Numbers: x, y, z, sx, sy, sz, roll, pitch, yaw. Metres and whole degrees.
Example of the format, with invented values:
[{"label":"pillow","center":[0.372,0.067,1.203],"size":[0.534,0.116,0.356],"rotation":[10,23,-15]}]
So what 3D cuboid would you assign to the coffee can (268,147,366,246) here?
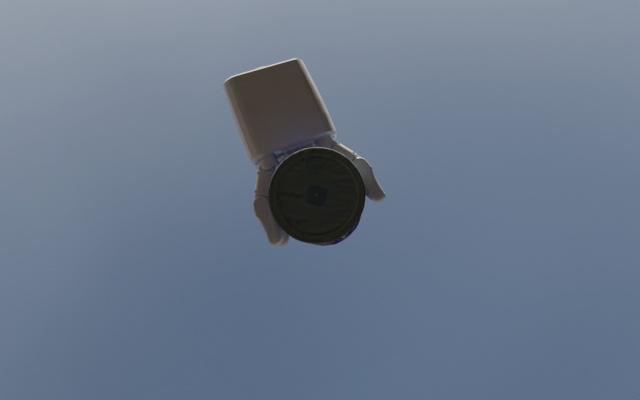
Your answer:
[{"label":"coffee can","center":[0.000,0.002,0.568],"size":[0.103,0.103,0.140],"rotation":[0,-6,4]}]
